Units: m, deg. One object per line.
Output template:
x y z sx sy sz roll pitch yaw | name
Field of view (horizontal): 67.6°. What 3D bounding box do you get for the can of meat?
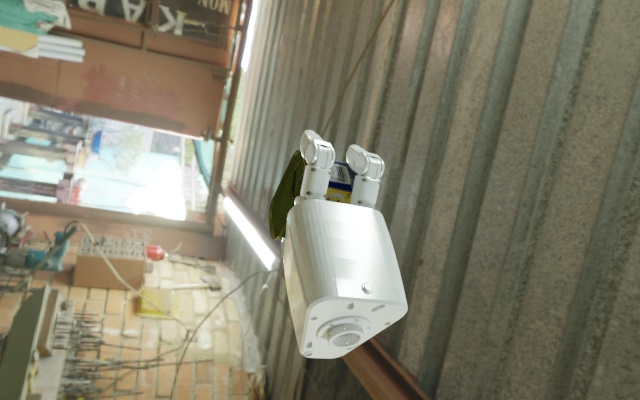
0.000 0.002 0.520 0.084 0.102 0.057 11 41 -23 | can of meat
